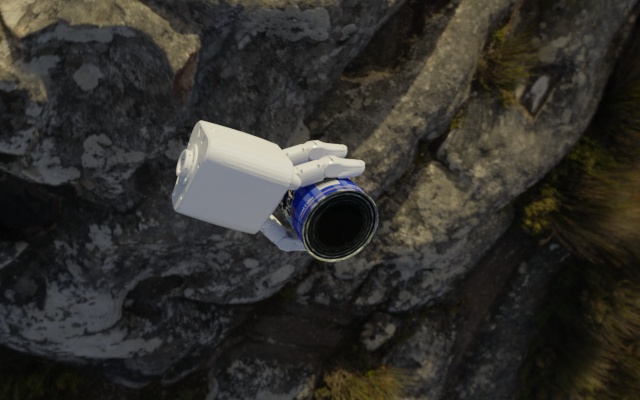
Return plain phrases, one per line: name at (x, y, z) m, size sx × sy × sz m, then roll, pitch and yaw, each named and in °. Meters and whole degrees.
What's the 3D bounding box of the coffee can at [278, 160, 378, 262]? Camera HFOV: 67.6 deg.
coffee can at (0.000, 0.002, 0.642) m, size 0.103 × 0.103 × 0.140 m, roll 0°, pitch 26°, yaw -24°
